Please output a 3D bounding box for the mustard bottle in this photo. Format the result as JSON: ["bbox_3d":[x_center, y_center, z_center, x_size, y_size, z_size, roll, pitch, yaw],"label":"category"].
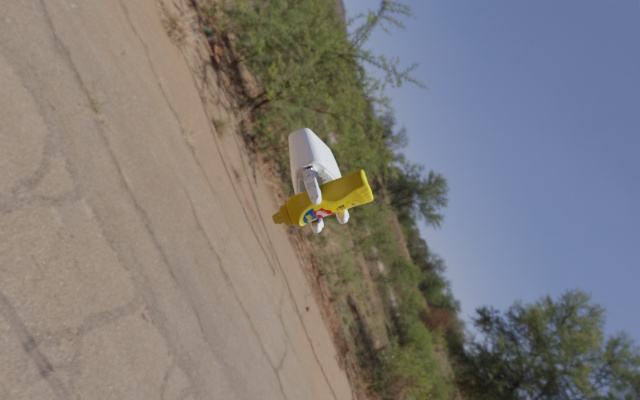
[{"bbox_3d":[0.000,0.003,0.898,0.191,0.058,0.096,-20,-16,5],"label":"mustard bottle"}]
